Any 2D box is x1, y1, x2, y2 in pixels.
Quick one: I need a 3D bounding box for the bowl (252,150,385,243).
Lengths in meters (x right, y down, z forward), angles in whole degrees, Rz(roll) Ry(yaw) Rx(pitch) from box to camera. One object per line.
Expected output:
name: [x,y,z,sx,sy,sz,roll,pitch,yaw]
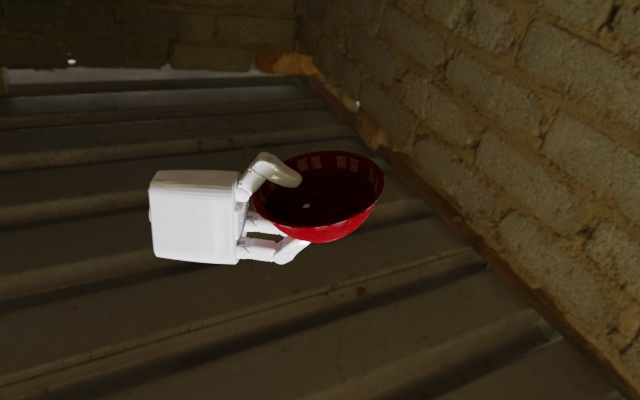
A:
bowl: [0.001,0.002,0.590,0.162,0.055,0.162,-7,36,5]
